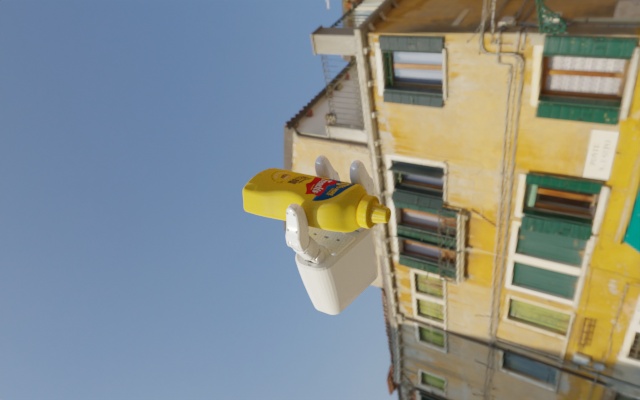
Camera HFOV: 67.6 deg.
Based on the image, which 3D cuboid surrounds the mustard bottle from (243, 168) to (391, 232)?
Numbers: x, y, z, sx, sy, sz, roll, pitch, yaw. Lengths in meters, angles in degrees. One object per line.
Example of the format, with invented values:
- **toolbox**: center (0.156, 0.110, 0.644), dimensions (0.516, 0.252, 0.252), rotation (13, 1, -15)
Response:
- **mustard bottle**: center (0.000, 0.002, 0.618), dimensions (0.191, 0.058, 0.096), rotation (12, 23, 29)
